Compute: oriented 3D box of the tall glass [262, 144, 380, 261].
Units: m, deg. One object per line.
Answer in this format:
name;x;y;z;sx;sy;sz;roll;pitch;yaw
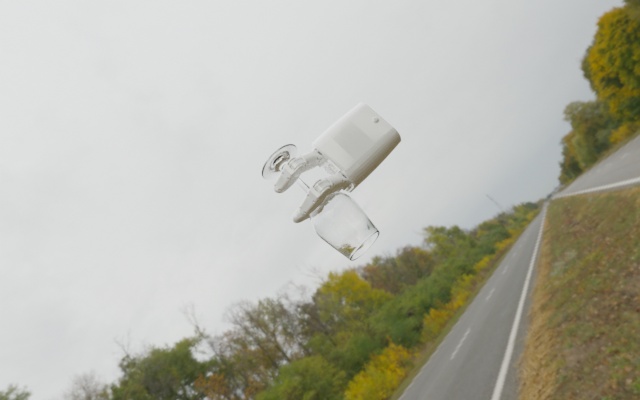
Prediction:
tall glass;0.000;0.002;0.745;0.201;0.079;0.079;45;18;19
